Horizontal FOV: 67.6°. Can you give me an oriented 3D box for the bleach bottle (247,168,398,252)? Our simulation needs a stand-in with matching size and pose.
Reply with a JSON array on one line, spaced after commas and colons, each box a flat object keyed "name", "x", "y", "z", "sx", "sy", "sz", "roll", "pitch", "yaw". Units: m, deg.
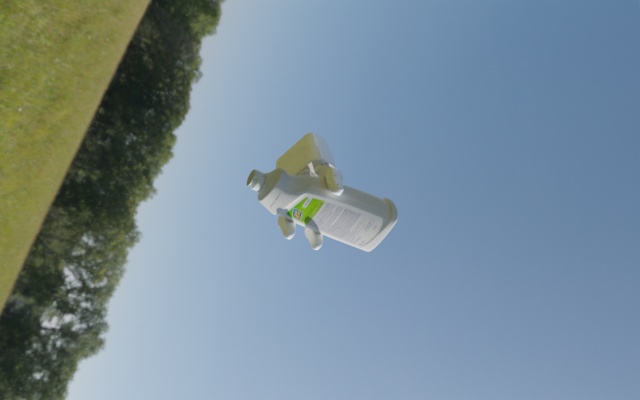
[{"name": "bleach bottle", "x": 0.000, "y": 0.003, "z": 0.796, "sx": 0.251, "sy": 0.103, "sz": 0.068, "roll": 23, "pitch": 29, "yaw": -24}]
